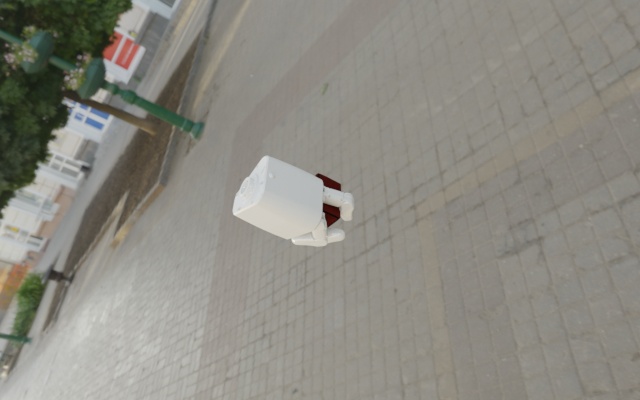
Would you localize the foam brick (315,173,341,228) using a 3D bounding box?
[{"bbox_3d":[0.000,0.003,0.825,0.051,0.078,0.053,25,-43,-26],"label":"foam brick"}]
